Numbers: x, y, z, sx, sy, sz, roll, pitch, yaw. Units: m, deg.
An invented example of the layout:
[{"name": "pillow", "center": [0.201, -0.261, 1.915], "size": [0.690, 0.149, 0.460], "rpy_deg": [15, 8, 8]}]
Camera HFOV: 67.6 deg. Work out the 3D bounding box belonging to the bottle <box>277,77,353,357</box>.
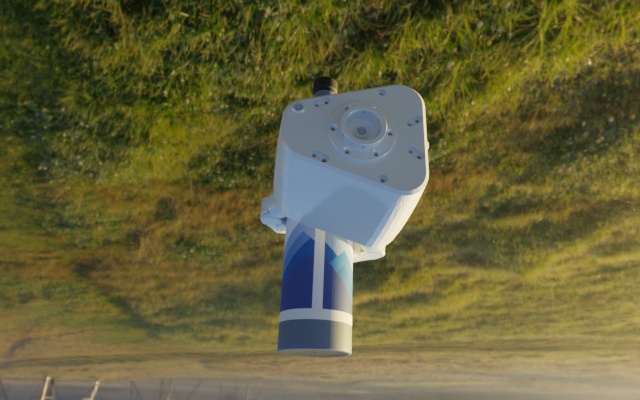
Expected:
[{"name": "bottle", "center": [0.000, 0.002, 0.484], "size": [0.069, 0.295, 0.069], "rpy_deg": [2, -24, 1]}]
